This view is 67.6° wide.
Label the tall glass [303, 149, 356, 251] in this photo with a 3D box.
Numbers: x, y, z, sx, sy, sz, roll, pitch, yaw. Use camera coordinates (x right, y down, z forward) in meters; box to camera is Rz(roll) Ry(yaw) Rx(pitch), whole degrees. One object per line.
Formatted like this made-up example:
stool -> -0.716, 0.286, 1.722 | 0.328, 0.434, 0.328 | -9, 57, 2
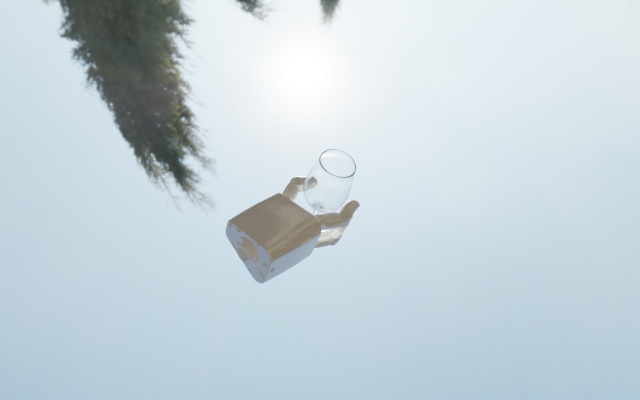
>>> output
tall glass -> 0.000, 0.003, 0.825 | 0.079, 0.079, 0.201 | 0, -39, -21
